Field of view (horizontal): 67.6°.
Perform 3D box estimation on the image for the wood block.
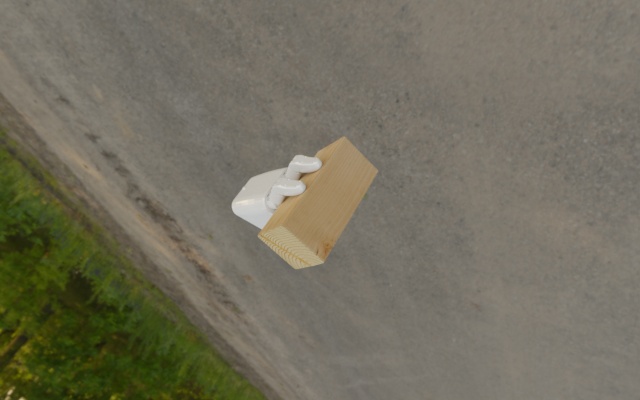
[{"bbox_3d":[0.000,0.003,0.799,0.091,0.206,0.090,44,-33,-16],"label":"wood block"}]
